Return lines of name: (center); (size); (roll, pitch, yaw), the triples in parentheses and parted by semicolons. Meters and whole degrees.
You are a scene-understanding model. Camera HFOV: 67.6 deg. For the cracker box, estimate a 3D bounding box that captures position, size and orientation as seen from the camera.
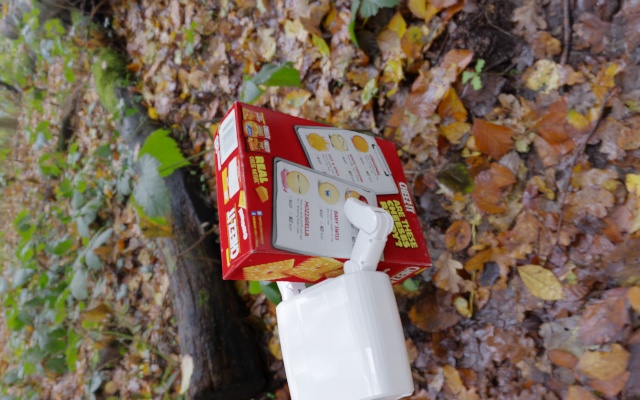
cracker box: (0.000, 0.002, 0.505); (0.214, 0.164, 0.072); (9, -34, -34)
